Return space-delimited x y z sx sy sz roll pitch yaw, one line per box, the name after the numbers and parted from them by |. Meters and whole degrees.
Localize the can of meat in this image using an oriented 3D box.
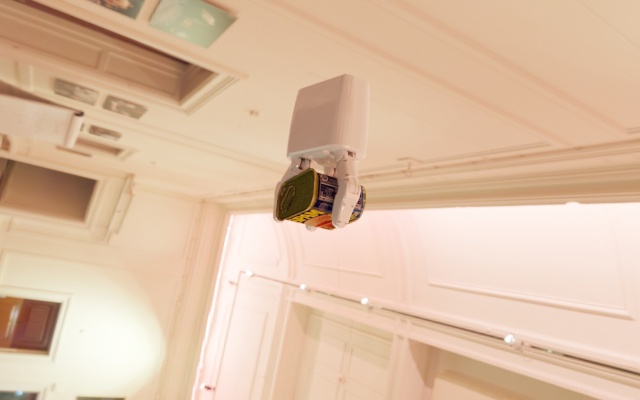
0.000 0.002 0.650 0.084 0.057 0.102 15 -21 -30 | can of meat
